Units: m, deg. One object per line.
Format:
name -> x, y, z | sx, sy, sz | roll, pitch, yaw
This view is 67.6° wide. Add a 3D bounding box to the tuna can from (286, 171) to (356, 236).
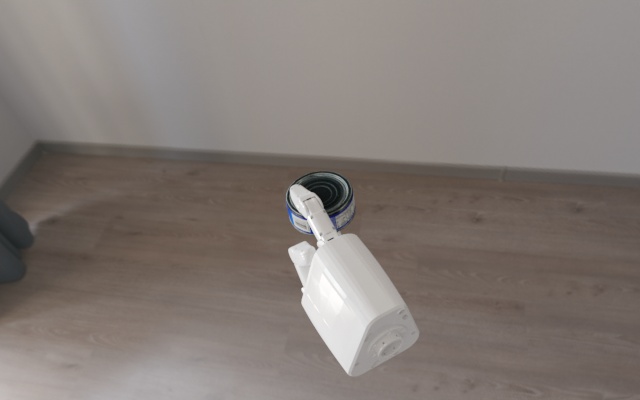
tuna can -> 0.000, 0.002, 0.599 | 0.086, 0.034, 0.086 | -6, 44, 5
